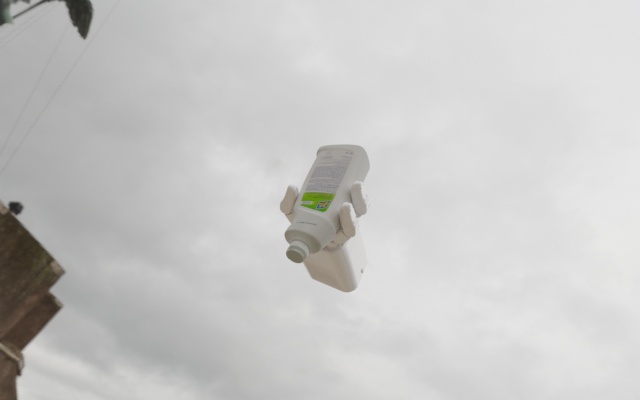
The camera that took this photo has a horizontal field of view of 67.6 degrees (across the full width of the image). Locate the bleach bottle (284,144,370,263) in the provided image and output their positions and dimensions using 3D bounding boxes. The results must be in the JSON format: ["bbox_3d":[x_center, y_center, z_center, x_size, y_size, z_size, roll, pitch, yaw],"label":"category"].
[{"bbox_3d":[0.000,0.003,0.785,0.102,0.068,0.250,0,40,28],"label":"bleach bottle"}]
